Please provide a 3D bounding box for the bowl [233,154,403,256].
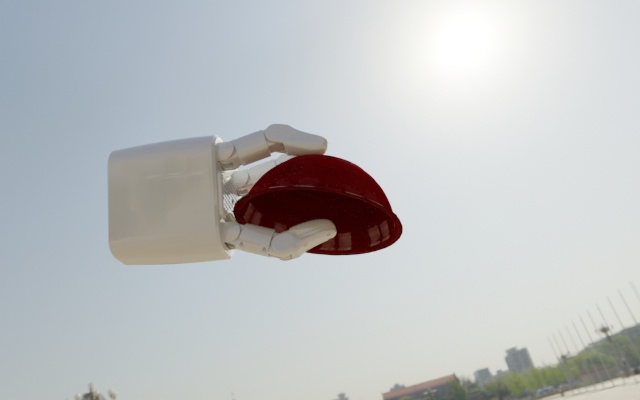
[{"bbox_3d":[0.001,0.001,0.466,0.162,0.055,0.162,6,-25,3],"label":"bowl"}]
